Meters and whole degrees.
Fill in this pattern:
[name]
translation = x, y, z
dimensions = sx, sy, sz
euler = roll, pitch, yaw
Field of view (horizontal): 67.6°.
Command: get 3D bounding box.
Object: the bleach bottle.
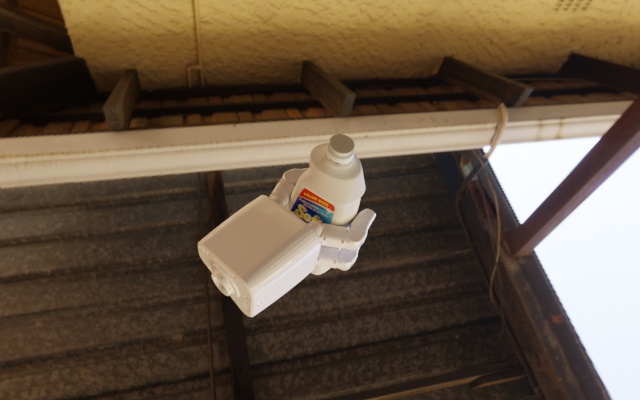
[bleach bottle]
translation = 0.000, 0.002, 0.623
dimensions = 0.068, 0.102, 0.251
euler = -37, -21, -28
